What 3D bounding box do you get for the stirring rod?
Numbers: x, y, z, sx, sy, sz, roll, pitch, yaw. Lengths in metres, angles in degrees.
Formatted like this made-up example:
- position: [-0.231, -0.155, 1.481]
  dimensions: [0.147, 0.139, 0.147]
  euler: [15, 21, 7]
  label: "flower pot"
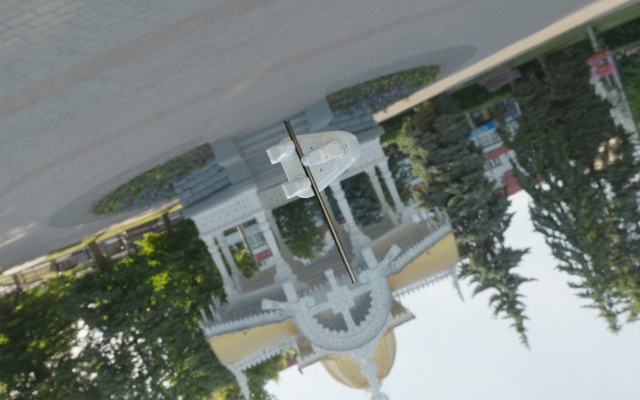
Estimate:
- position: [0.000, 0.002, 0.652]
  dimensions: [0.011, 0.239, 0.011]
  euler: [-23, 3, 1]
  label: "stirring rod"
